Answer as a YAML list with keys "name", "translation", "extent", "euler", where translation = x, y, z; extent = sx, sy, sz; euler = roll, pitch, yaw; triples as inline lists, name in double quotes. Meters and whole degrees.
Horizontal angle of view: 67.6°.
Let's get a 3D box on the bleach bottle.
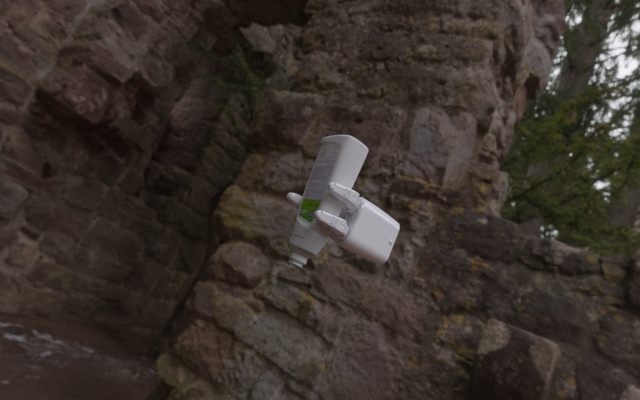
- name: "bleach bottle"
  translation: [0.000, 0.003, 0.881]
  extent: [0.068, 0.250, 0.102]
  euler: [31, -15, -30]
